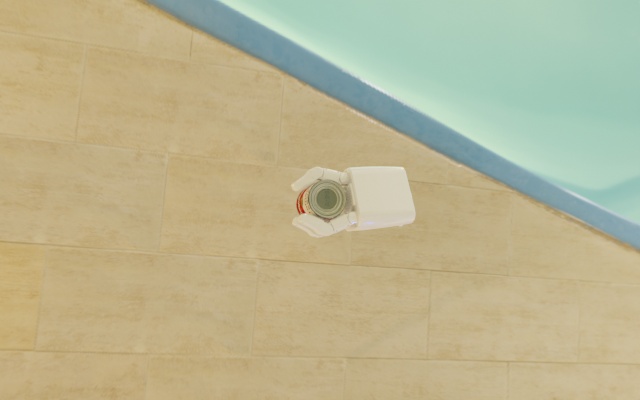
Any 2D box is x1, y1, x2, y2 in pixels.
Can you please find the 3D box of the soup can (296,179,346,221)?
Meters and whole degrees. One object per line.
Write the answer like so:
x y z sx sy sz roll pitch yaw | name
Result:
0.000 0.003 0.839 0.068 0.068 0.102 0 -6 -14 | soup can
